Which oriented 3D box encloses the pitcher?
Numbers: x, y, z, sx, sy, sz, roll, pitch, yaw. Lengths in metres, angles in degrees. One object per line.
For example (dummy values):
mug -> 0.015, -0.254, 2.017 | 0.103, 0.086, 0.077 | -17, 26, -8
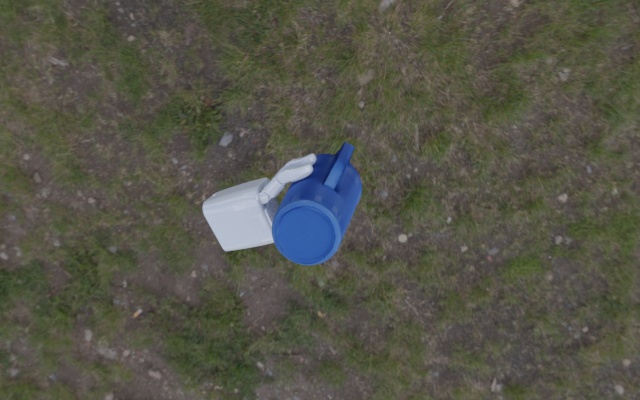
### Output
pitcher -> 0.000, 0.003, 0.817 | 0.145, 0.149, 0.242 | -14, 17, 14
